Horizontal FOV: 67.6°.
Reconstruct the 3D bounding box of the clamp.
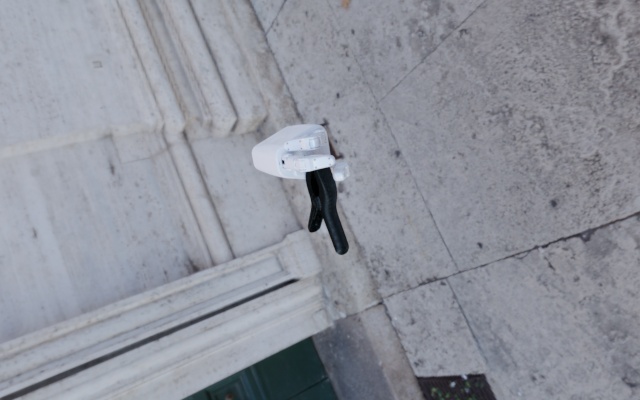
[{"bbox_3d":[0.000,0.003,0.829,0.039,0.171,0.120,-18,17,-30],"label":"clamp"}]
